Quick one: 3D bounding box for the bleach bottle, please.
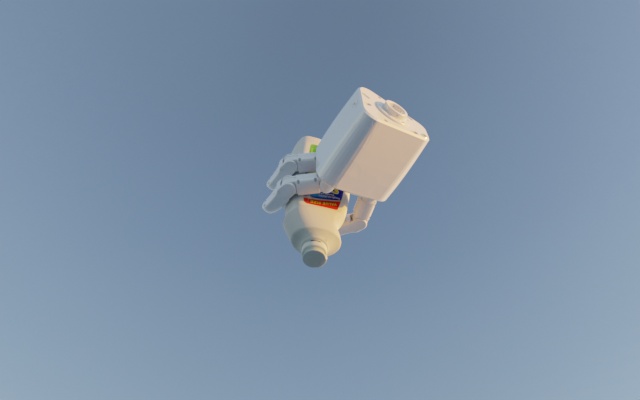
[{"bbox_3d":[0.000,0.002,0.671,0.102,0.068,0.250,23,31,-15],"label":"bleach bottle"}]
